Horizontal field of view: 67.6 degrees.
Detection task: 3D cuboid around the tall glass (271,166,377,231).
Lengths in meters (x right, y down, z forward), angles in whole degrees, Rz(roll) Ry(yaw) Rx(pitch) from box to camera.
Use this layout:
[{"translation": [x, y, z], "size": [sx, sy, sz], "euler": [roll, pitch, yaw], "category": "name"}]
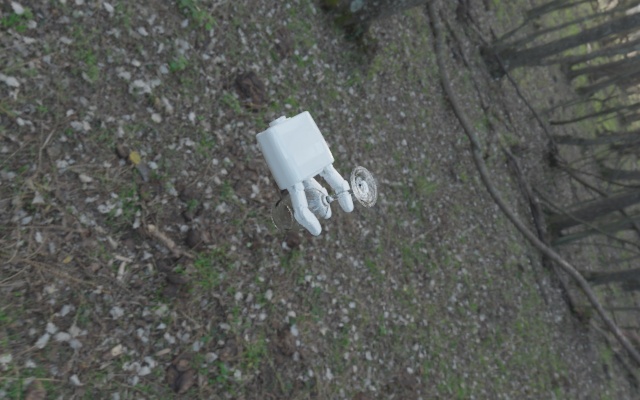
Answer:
[{"translation": [0.001, 0.003, 0.874], "size": [0.201, 0.079, 0.079], "euler": [-20, -12, 36], "category": "tall glass"}]
